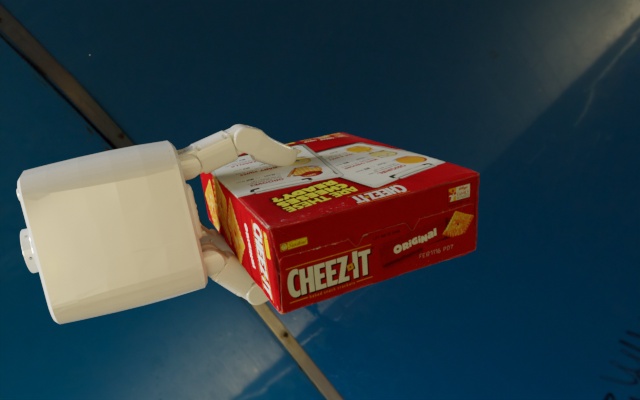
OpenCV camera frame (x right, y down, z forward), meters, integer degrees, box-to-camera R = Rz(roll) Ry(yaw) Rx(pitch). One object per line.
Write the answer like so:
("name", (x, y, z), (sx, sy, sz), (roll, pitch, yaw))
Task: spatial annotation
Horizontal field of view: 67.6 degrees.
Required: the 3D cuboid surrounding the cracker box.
("cracker box", (0.000, 0.001, 0.413), (0.164, 0.072, 0.213), (-14, 21, -21))
